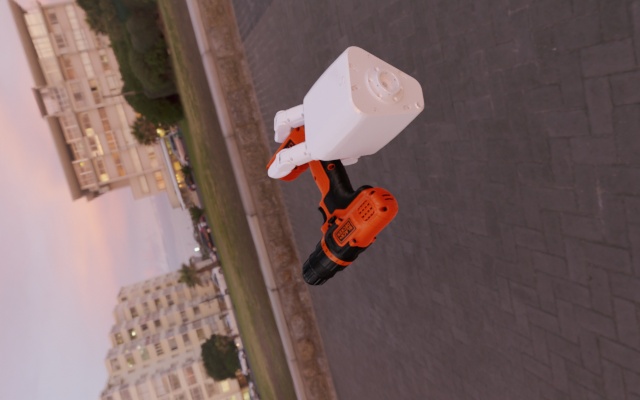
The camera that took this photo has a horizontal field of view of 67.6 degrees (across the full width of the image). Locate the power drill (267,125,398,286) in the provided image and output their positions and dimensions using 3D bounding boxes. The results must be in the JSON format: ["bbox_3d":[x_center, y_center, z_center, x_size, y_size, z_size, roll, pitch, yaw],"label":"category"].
[{"bbox_3d":[0.000,0.002,0.657,0.057,0.187,0.184,-5,-36,-49],"label":"power drill"}]
